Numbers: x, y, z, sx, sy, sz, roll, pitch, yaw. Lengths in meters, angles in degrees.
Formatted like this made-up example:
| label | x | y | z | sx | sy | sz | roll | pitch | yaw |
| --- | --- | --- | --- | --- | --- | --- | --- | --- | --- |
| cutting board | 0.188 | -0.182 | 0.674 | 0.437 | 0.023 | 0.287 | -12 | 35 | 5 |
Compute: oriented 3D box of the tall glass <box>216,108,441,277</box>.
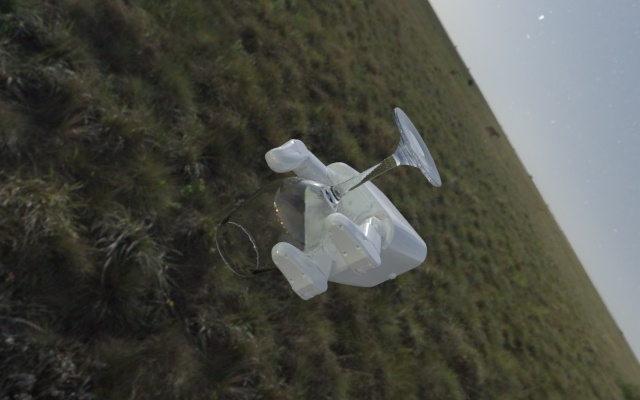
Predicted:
| label | x | y | z | sx | sy | sz | roll | pitch | yaw |
| --- | --- | --- | --- | --- | --- | --- | --- | --- | --- |
| tall glass | 0.001 | 0.001 | 0.428 | 0.201 | 0.079 | 0.079 | -29 | -12 | 22 |
